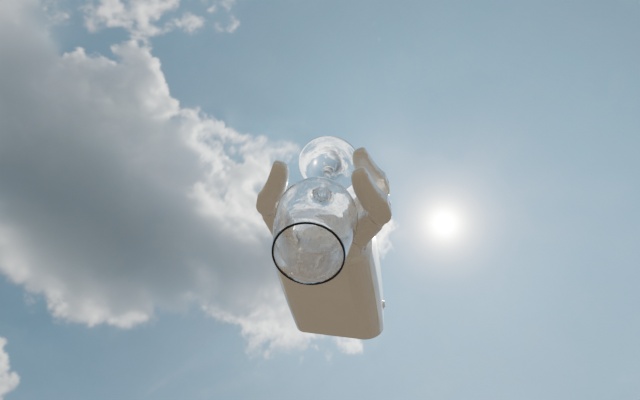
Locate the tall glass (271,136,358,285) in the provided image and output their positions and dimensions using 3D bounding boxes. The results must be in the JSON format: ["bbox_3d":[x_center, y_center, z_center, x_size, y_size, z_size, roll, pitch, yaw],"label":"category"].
[{"bbox_3d":[0.000,0.001,0.481,0.079,0.079,0.201,0,26,7],"label":"tall glass"}]
